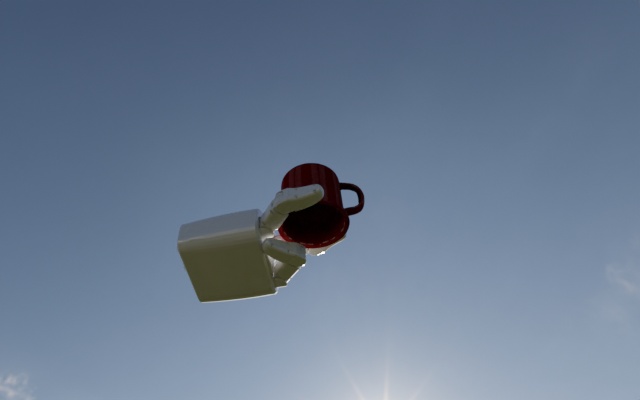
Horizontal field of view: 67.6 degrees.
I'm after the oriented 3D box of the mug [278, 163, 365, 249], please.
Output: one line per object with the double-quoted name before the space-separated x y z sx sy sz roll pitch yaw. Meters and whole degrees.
"mug" 0.001 0.002 0.638 0.117 0.081 0.093 -10 -44 5
